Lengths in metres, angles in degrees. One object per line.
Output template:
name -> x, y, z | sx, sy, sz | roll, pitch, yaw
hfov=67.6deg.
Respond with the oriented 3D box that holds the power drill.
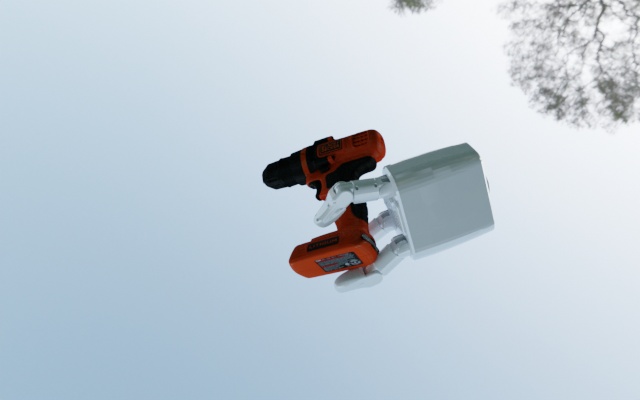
power drill -> 0.000, 0.002, 0.621 | 0.184, 0.187, 0.057 | -17, -36, 23
